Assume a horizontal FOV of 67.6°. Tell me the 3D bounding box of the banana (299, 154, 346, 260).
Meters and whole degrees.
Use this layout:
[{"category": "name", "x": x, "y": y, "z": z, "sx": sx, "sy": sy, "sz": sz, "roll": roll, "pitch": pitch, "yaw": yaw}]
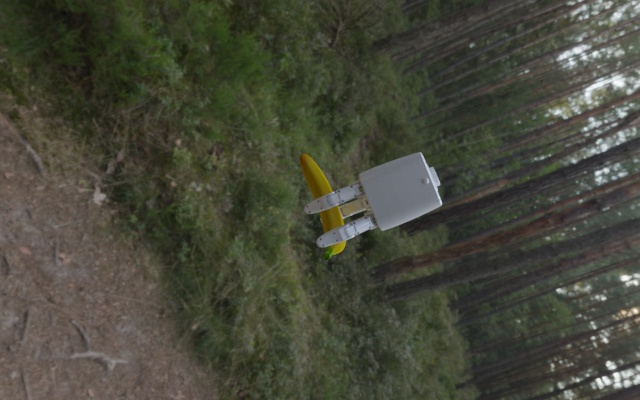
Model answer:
[{"category": "banana", "x": 0.008, "y": 0.011, "z": 0.819, "sx": 0.037, "sy": 0.197, "sz": 0.070, "roll": -23, "pitch": -26, "yaw": 15}]
